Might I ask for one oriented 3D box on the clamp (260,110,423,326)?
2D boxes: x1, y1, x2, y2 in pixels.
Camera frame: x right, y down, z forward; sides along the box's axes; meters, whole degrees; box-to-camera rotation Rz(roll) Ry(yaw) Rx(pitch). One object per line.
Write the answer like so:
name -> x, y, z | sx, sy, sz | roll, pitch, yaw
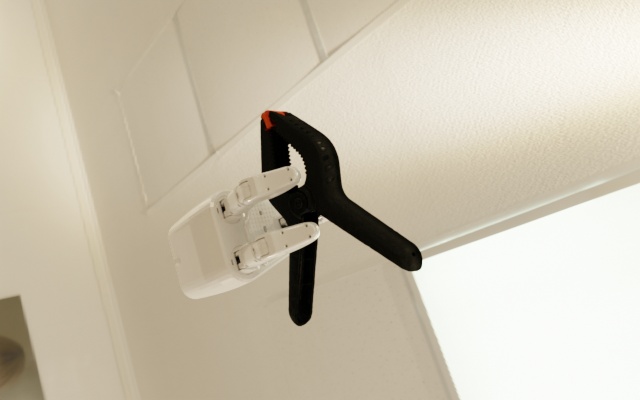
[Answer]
clamp -> 0.000, 0.001, 0.449 | 0.164, 0.210, 0.036 | -27, -13, 40
